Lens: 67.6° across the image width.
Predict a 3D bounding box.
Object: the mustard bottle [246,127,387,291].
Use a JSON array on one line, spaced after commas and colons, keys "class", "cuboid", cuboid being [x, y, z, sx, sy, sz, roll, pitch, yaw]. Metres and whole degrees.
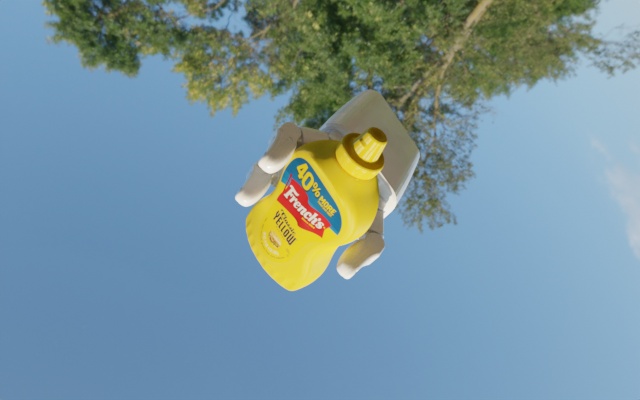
[{"class": "mustard bottle", "cuboid": [0.000, 0.002, 0.438, 0.058, 0.096, 0.192, -17, -23, -43]}]
